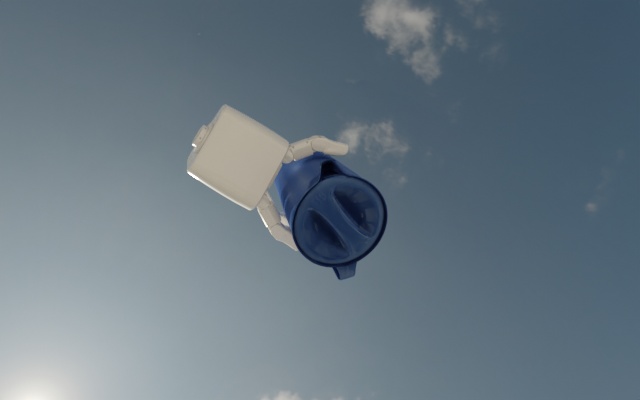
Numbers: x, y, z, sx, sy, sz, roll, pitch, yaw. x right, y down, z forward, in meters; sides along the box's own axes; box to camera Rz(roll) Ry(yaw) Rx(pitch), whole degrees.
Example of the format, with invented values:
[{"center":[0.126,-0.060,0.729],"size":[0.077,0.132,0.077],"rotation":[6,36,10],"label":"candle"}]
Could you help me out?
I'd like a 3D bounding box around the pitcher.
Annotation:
[{"center":[0.000,0.002,0.740],"size":[0.145,0.149,0.242],"rotation":[29,10,-22],"label":"pitcher"}]
